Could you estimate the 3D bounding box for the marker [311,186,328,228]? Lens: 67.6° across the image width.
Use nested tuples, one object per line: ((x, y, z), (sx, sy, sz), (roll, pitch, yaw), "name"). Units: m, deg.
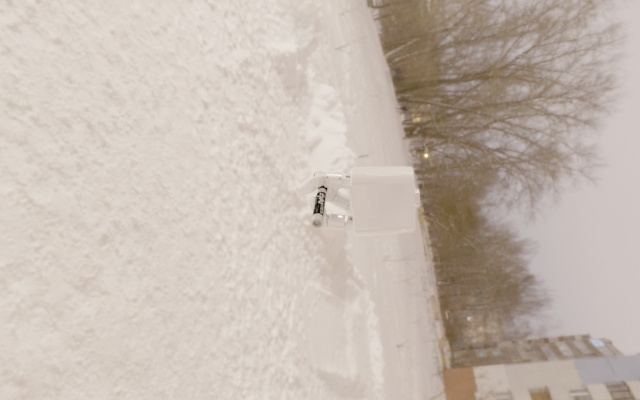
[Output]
((0.000, 0.003, 0.794), (0.020, 0.020, 0.121), (0, 34, 6), "marker")
